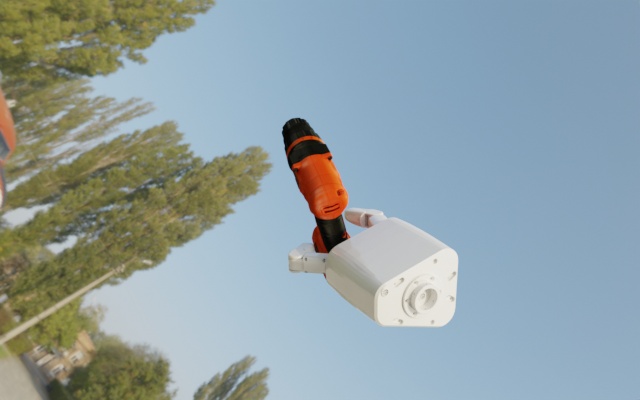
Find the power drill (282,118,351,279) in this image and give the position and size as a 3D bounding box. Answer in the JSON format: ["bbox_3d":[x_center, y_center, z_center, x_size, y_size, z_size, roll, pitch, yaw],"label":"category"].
[{"bbox_3d":[0.000,0.003,0.626,0.057,0.188,0.184,-19,41,-2],"label":"power drill"}]
